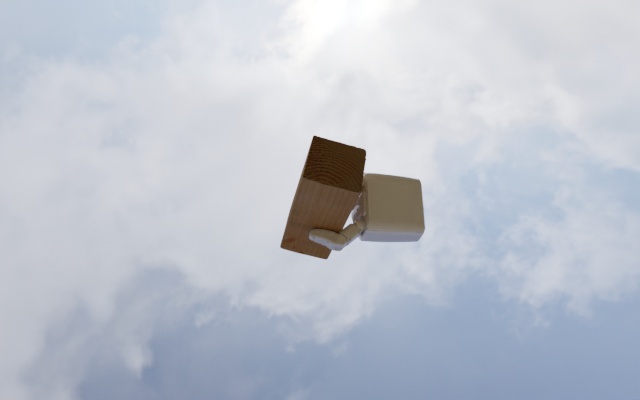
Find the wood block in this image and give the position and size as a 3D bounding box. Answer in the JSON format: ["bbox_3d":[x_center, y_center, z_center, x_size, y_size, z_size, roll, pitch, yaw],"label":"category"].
[{"bbox_3d":[0.000,0.003,0.791,0.090,0.090,0.206,15,-38,-5],"label":"wood block"}]
